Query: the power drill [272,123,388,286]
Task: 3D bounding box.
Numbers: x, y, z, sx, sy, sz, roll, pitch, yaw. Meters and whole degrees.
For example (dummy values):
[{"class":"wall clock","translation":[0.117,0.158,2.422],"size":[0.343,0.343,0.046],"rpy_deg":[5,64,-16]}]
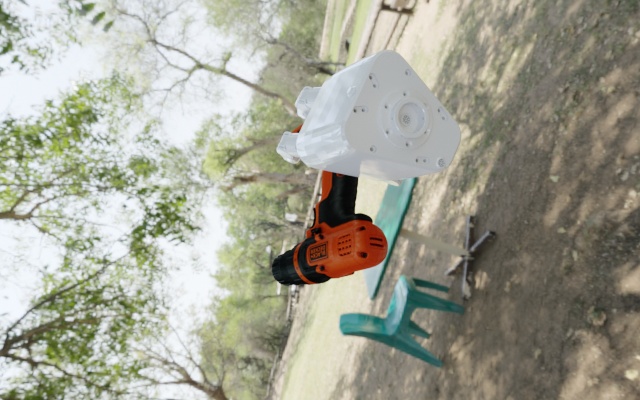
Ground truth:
[{"class":"power drill","translation":[0.000,0.001,0.555],"size":[0.057,0.187,0.184],"rpy_deg":[10,-21,-37]}]
